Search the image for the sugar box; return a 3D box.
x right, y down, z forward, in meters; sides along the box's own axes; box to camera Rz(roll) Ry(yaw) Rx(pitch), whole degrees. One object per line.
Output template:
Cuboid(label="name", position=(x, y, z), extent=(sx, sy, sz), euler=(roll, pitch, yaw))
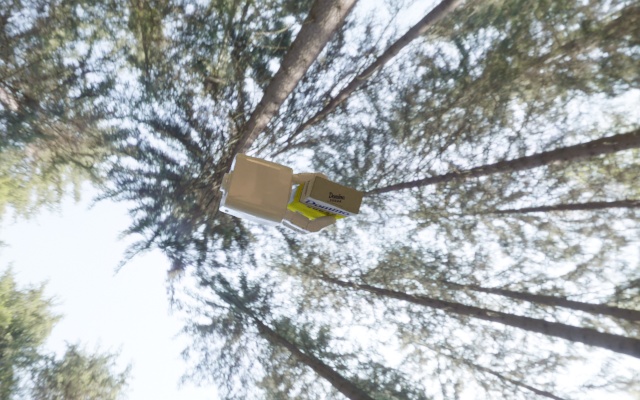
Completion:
Cuboid(label="sugar box", position=(0.000, 0.003, 0.876), extent=(0.093, 0.048, 0.176), euler=(20, -11, -15))
